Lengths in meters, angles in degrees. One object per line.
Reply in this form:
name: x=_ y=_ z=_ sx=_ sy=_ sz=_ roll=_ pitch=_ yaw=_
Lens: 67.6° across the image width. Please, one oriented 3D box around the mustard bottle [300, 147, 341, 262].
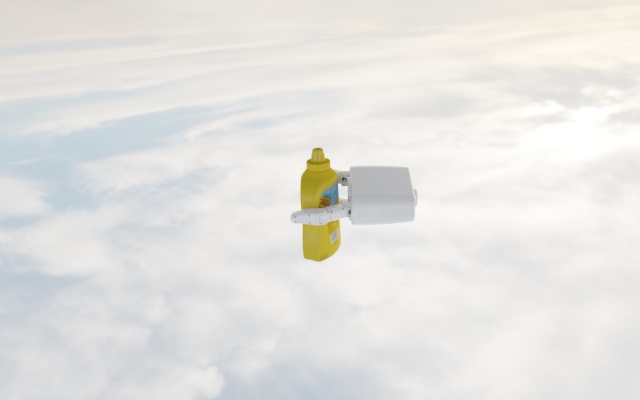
mustard bottle: x=0.000 y=0.003 z=0.823 sx=0.058 sy=0.192 sz=0.096 roll=10 pitch=27 yaw=26
